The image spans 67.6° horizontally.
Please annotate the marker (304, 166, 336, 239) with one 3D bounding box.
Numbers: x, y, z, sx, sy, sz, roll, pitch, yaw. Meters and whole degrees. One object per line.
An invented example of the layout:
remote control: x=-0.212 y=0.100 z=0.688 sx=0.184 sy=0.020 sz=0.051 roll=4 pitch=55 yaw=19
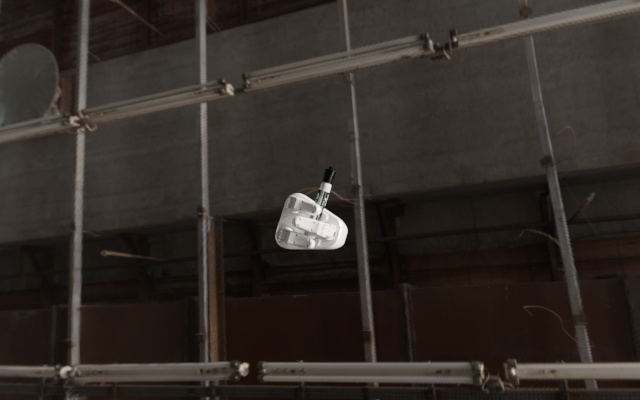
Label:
marker: x=0.000 y=0.003 z=0.779 sx=0.020 sy=0.121 sz=0.020 roll=18 pitch=-3 yaw=1
